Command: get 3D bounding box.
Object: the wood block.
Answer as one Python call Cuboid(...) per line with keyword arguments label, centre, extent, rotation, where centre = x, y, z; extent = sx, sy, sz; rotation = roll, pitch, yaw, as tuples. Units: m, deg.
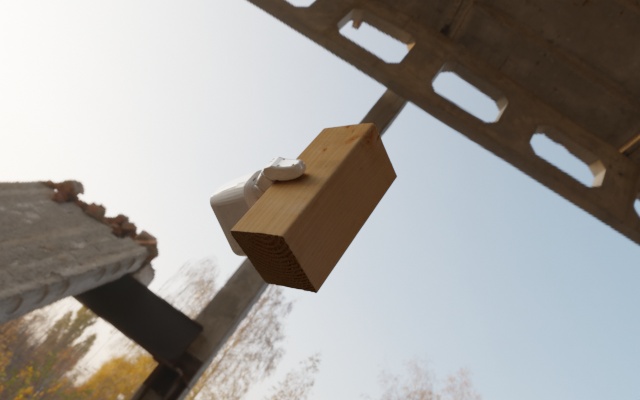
Cuboid(label="wood block", centre=(0.000, 0.002, 0.589), extent=(0.090, 0.091, 0.206), rotation=(2, 42, 42))
